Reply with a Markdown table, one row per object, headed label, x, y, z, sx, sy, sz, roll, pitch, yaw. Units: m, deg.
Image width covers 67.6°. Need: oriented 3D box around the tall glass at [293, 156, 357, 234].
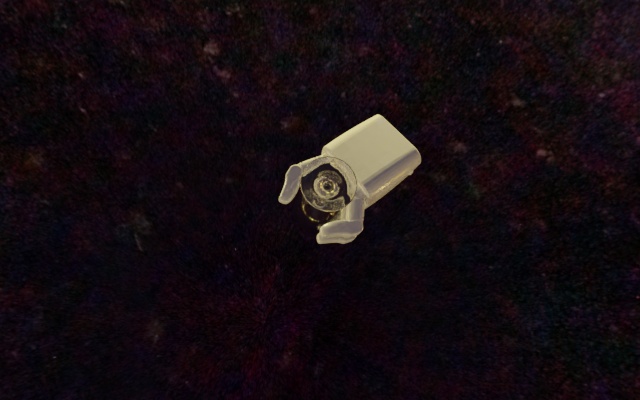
| label | x | y | z | sx | sy | sz | roll | pitch | yaw |
| --- | --- | --- | --- | --- | --- | --- | --- | --- | --- |
| tall glass | 0.000 | 0.002 | 0.709 | 0.079 | 0.079 | 0.201 | 0 | -14 | -7 |
